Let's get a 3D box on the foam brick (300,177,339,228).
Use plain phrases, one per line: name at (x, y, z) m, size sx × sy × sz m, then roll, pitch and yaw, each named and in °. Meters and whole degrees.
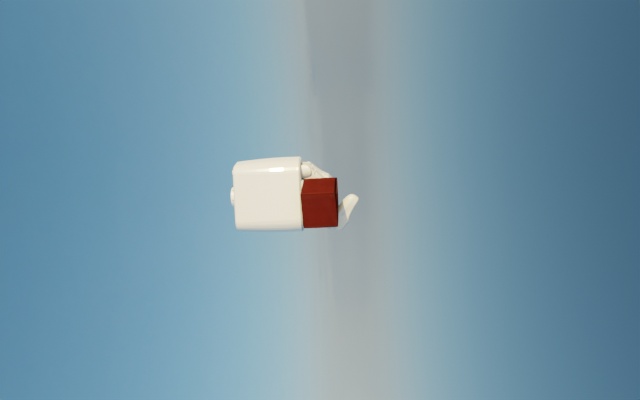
foam brick at (0.000, 0.002, 0.703) m, size 0.051 × 0.053 × 0.078 m, roll -2°, pitch 19°, yaw 3°
